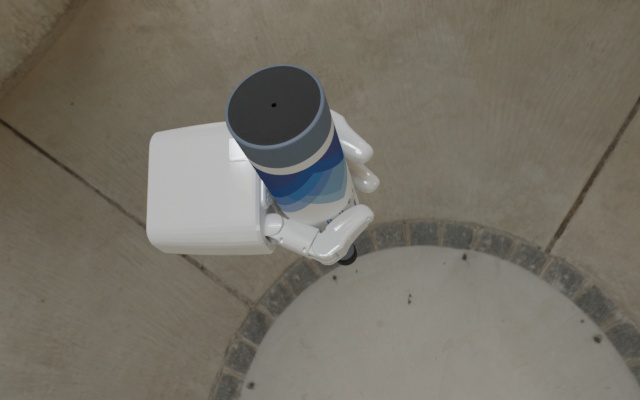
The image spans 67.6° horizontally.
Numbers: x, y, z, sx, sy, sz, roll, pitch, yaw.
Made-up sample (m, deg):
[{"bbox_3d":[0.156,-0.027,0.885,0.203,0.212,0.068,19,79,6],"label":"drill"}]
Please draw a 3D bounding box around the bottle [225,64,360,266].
[{"bbox_3d":[0.000,0.001,0.434,0.069,0.069,0.296,0,-25,13],"label":"bottle"}]
